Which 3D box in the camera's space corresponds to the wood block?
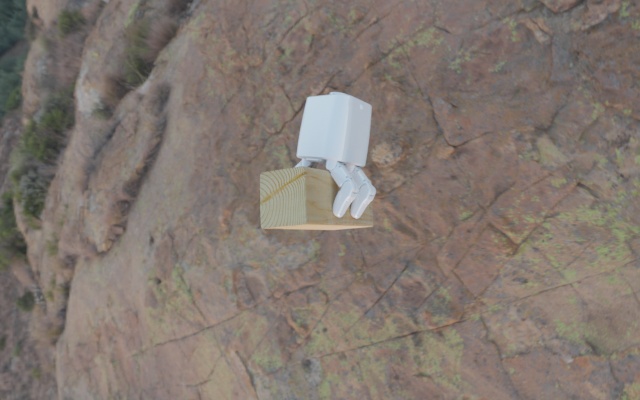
[{"bbox_3d":[0.000,0.002,0.807,0.091,0.090,0.206,-6,-7,34],"label":"wood block"}]
